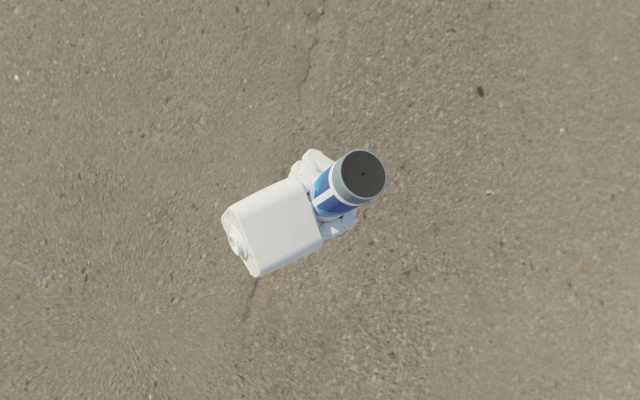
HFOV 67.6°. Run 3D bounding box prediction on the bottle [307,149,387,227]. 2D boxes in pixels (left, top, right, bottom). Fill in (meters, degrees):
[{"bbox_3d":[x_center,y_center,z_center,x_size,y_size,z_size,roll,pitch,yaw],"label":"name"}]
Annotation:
[{"bbox_3d":[0.000,0.002,0.728,0.069,0.069,0.296,0,-14,-22],"label":"bottle"}]
